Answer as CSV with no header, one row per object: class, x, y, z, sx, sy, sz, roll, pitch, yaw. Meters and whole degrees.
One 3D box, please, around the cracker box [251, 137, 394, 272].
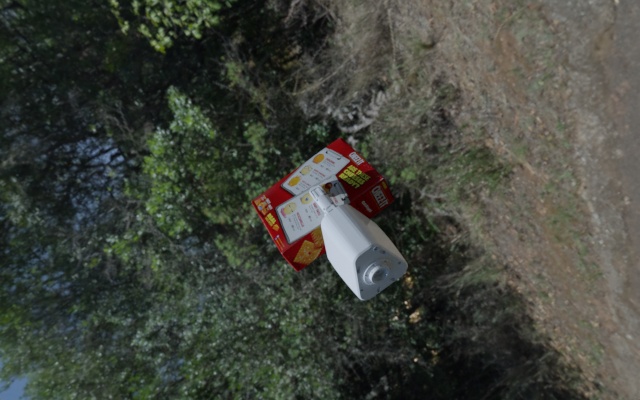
cracker box,0.000,0.003,0.868,0.213,0.072,0.164,-36,43,-2
